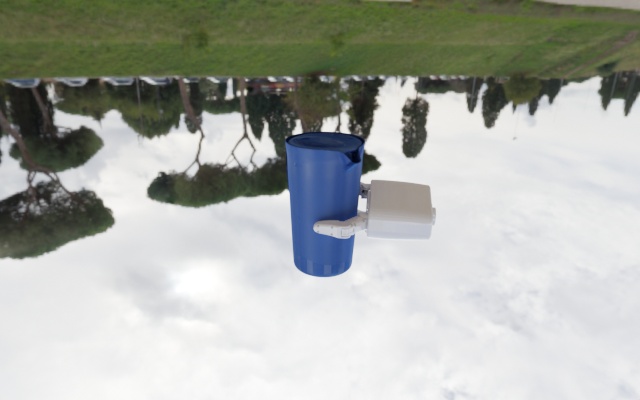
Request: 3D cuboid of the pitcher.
[{"bbox_3d":[0.000,0.003,0.841,0.145,0.243,0.149,4,21,6],"label":"pitcher"}]
